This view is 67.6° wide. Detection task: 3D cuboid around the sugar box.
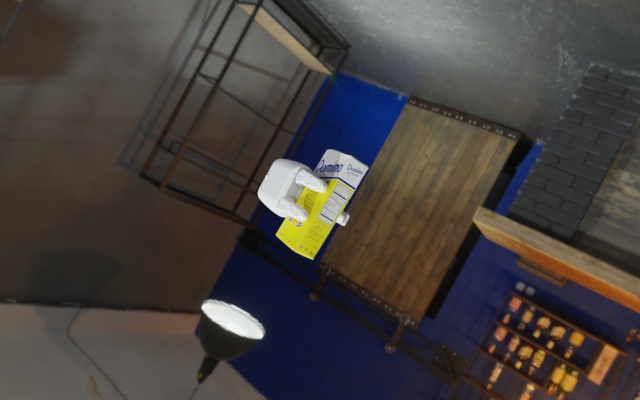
[{"bbox_3d":[0.000,0.002,0.791,0.048,0.176,0.093,29,-1,-28],"label":"sugar box"}]
